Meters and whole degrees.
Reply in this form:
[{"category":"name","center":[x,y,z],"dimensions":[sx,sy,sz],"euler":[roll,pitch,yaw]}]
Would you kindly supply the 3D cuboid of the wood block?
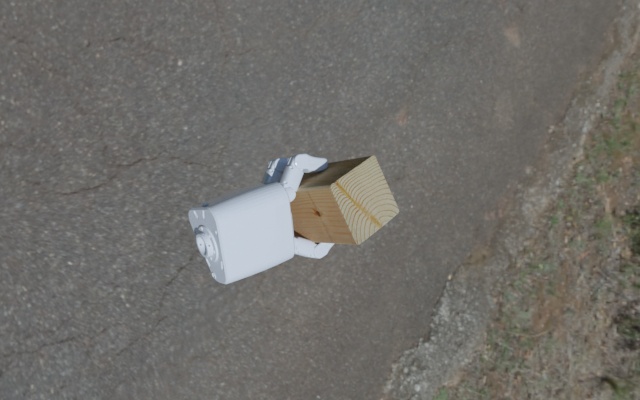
[{"category":"wood block","center":[0.000,0.003,0.701],"dimensions":[0.090,0.091,0.206],"euler":[-35,18,-31]}]
